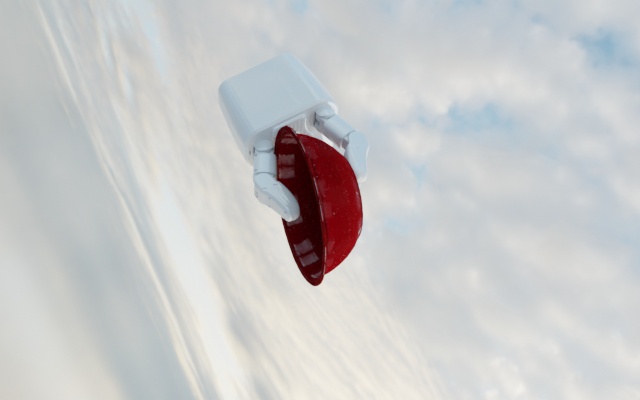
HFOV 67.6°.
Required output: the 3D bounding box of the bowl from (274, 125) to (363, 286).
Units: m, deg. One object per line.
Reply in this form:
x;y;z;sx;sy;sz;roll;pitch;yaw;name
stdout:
0.001;0.003;0.483;0.055;0.162;0.162;-11;3;-17;bowl
